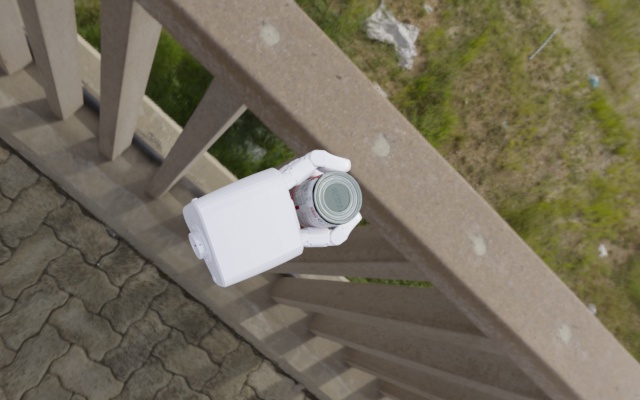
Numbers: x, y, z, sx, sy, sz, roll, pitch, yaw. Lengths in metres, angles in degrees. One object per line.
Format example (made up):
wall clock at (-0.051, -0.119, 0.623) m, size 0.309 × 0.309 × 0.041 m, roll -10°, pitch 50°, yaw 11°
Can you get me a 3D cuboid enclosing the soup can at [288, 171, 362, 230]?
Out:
soup can at (0.001, 0.002, 0.614) m, size 0.068 × 0.068 × 0.102 m, roll 0°, pitch -7°, yaw -25°
